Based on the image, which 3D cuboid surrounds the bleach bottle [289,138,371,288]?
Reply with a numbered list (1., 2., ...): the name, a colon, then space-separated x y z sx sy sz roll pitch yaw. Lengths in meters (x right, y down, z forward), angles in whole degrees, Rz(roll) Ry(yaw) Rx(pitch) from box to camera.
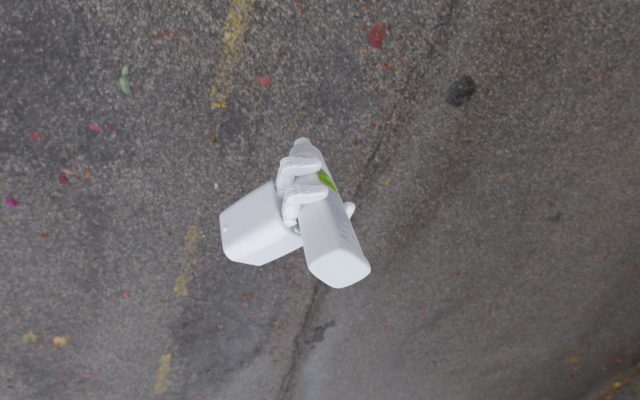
1. bleach bottle: 0.000 0.002 0.732 0.068 0.250 0.103 -30 -41 17
